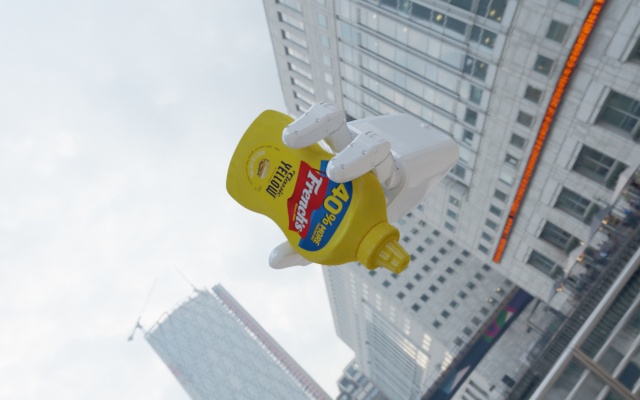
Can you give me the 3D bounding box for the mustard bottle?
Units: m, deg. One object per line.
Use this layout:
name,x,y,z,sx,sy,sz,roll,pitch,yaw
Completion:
mustard bottle,0.000,0.001,0.424,0.191,0.096,0.058,37,14,29
